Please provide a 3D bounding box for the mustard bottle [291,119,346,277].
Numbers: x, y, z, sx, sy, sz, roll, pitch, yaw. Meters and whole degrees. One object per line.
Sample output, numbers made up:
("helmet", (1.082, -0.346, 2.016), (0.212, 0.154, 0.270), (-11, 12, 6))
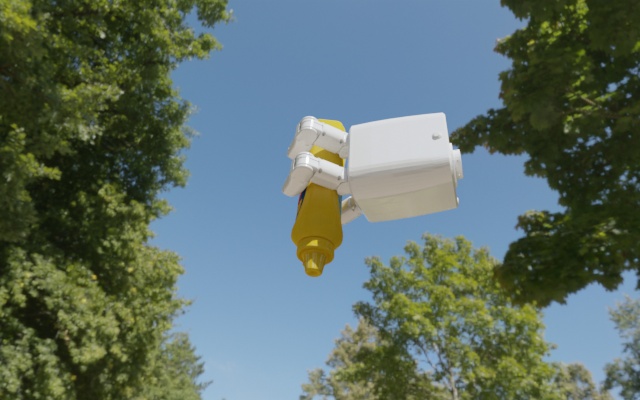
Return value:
("mustard bottle", (0.000, 0.002, 0.557), (0.058, 0.191, 0.096), (7, -39, -3))
